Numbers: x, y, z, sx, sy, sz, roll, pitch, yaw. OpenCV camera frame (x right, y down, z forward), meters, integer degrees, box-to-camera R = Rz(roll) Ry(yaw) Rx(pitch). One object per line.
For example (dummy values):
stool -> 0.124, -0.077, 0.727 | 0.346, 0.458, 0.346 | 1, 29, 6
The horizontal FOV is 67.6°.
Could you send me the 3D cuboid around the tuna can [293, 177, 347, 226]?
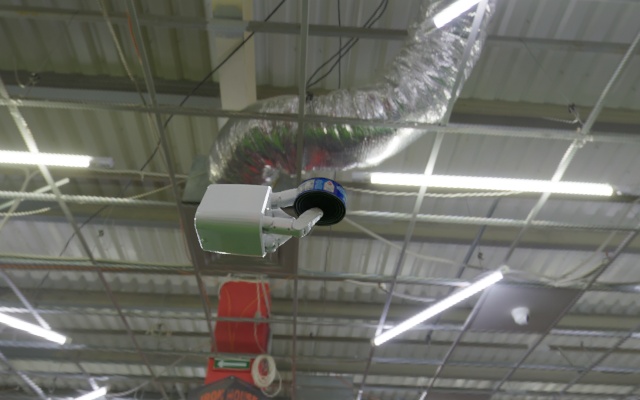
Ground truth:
tuna can -> 0.000, 0.002, 0.777 | 0.086, 0.033, 0.086 | 5, -42, 5
